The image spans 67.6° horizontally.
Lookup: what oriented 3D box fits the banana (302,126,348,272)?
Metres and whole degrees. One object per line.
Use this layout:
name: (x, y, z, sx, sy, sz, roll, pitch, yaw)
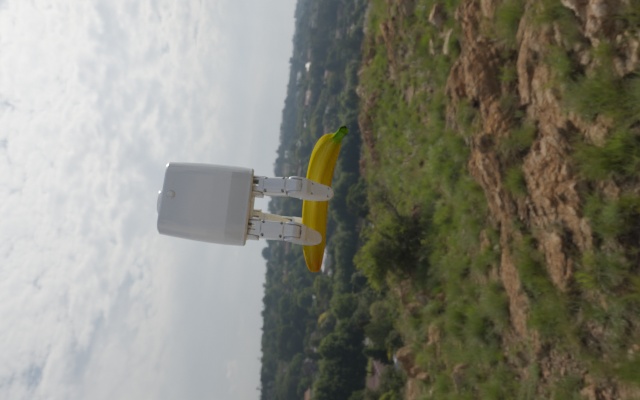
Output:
banana: (-0.002, -0.005, 0.647, 0.037, 0.198, 0.069, 7, 10, -11)
